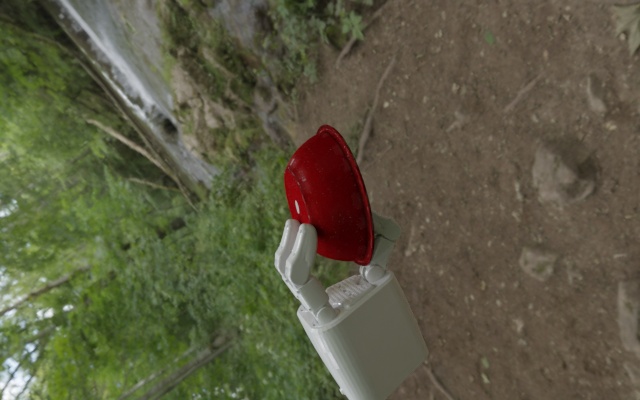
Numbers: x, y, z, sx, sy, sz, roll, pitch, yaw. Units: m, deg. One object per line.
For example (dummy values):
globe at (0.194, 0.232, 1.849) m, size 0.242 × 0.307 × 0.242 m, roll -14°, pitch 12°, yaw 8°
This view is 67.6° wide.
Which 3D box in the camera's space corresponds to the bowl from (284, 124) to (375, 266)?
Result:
bowl at (-0.001, 0.001, 0.522) m, size 0.055 × 0.162 × 0.162 m, roll -16°, pitch 4°, yaw -14°
